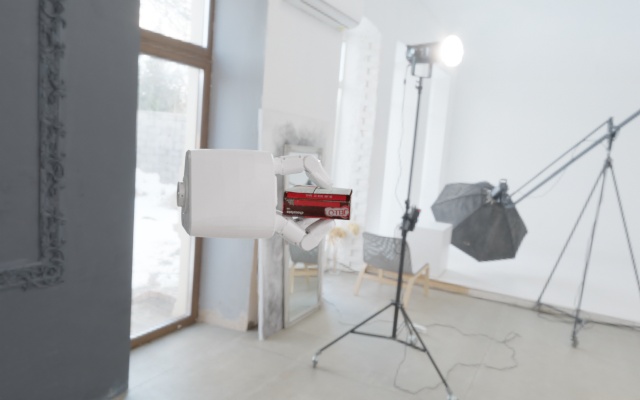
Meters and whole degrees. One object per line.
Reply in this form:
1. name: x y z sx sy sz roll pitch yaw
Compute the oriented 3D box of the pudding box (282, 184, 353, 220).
1. pudding box: 0.000 0.002 0.667 0.090 0.039 0.113 4 7 5
